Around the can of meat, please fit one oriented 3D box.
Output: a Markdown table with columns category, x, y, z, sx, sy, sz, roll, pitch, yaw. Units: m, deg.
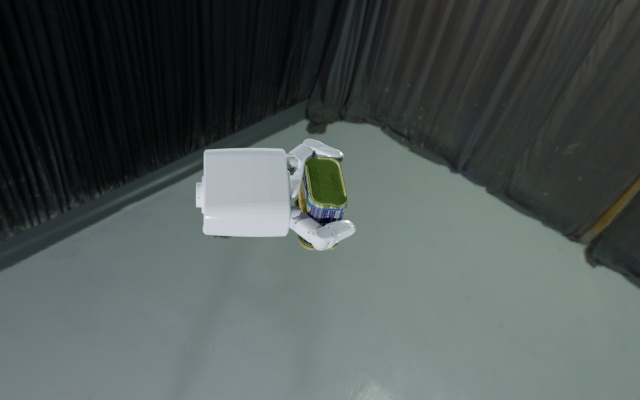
| category | x | y | z | sx | sy | sz | roll | pitch | yaw |
| --- | --- | --- | --- | --- | --- | --- | --- | --- | --- |
| can of meat | 0.000 | 0.002 | 0.651 | 0.057 | 0.084 | 0.102 | 2 | 45 | -12 |
